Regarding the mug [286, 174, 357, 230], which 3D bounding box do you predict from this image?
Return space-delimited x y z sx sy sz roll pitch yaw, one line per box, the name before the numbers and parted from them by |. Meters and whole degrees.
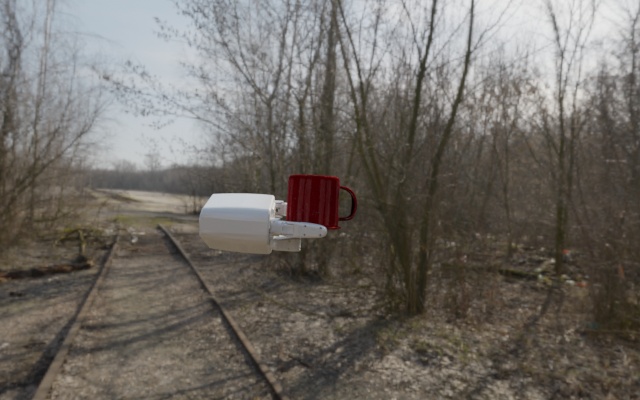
mug | 0.002 0.002 0.755 0.117 0.081 0.093 3 0 -2
